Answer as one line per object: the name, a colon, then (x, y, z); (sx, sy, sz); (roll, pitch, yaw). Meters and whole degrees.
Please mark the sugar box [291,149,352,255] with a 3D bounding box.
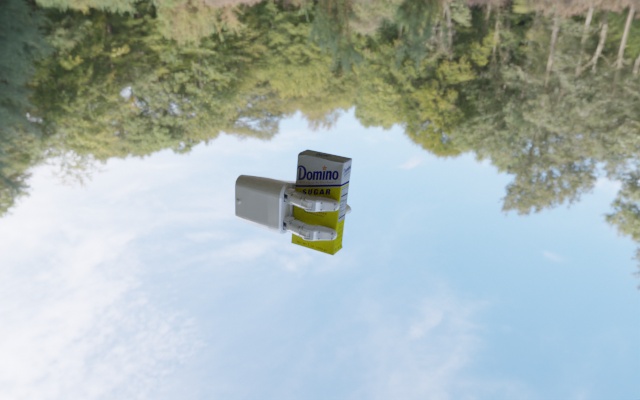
sugar box: (0.000, 0.003, 0.864); (0.093, 0.176, 0.048); (13, 23, 24)
